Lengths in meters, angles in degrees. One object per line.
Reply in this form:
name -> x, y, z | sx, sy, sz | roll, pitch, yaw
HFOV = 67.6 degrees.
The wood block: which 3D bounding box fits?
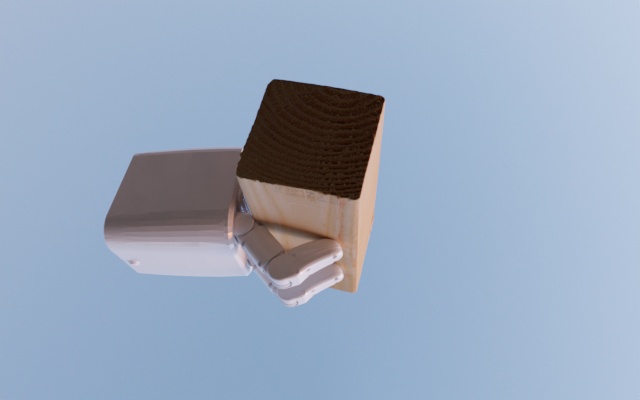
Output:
wood block -> 0.000, 0.001, 0.423 | 0.090, 0.090, 0.206 | 11, -26, 9
